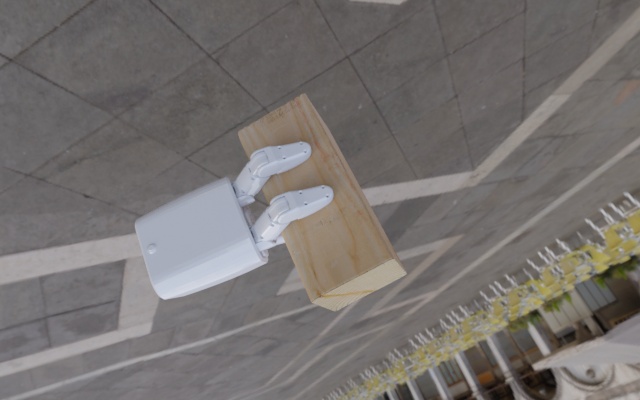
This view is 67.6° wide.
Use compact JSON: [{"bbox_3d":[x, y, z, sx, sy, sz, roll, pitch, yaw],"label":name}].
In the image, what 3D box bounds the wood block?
[{"bbox_3d":[0.000,0.002,0.514,0.090,0.206,0.091,-29,-24,7],"label":"wood block"}]
